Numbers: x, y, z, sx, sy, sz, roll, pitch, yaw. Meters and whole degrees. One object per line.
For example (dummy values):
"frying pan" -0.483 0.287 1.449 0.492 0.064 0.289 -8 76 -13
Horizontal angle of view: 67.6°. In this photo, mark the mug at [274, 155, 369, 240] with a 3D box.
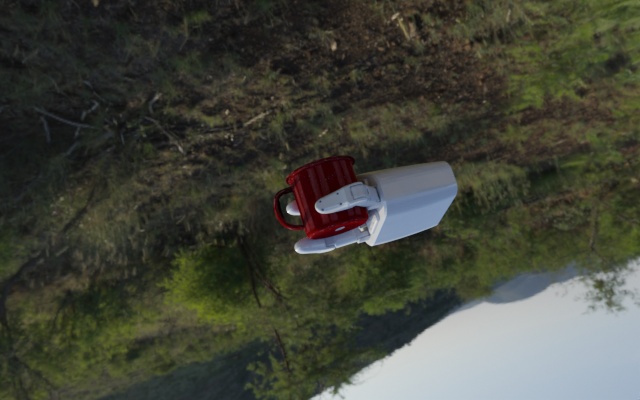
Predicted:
"mug" -0.001 0.002 0.598 0.117 0.081 0.093 -14 -13 -15
